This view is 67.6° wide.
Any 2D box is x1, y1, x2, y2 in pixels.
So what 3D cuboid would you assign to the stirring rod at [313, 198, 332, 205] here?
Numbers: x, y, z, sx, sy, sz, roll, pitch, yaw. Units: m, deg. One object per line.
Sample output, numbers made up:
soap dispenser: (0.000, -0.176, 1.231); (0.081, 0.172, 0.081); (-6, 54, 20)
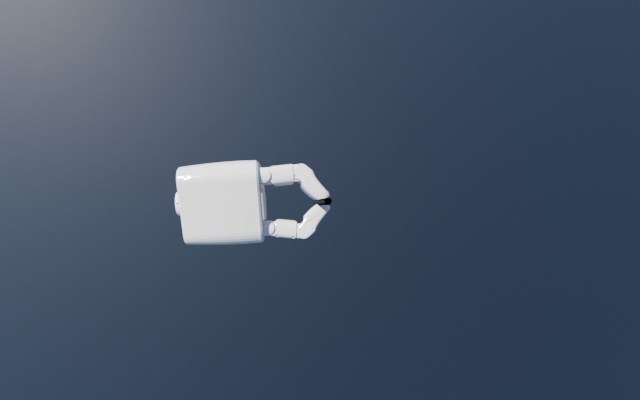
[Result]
stirring rod: (0.000, 0.002, 0.623); (0.011, 0.011, 0.239); (0, -1, -4)
